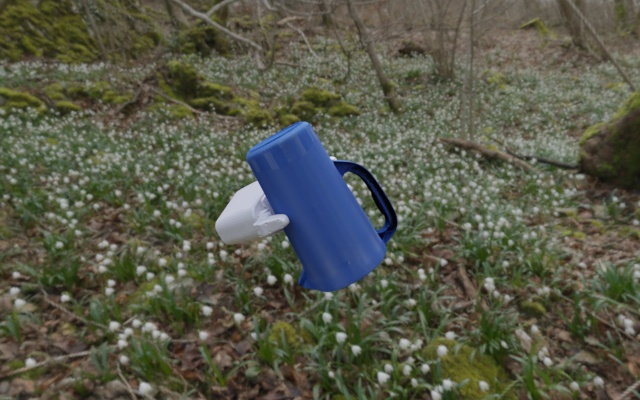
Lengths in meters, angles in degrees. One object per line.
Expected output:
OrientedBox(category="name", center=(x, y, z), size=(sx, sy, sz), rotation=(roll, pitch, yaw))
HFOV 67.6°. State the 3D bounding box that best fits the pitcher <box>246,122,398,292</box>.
OrientedBox(category="pitcher", center=(0.000, 0.002, 0.732), size=(0.145, 0.243, 0.149), rotation=(-18, 17, 39))
